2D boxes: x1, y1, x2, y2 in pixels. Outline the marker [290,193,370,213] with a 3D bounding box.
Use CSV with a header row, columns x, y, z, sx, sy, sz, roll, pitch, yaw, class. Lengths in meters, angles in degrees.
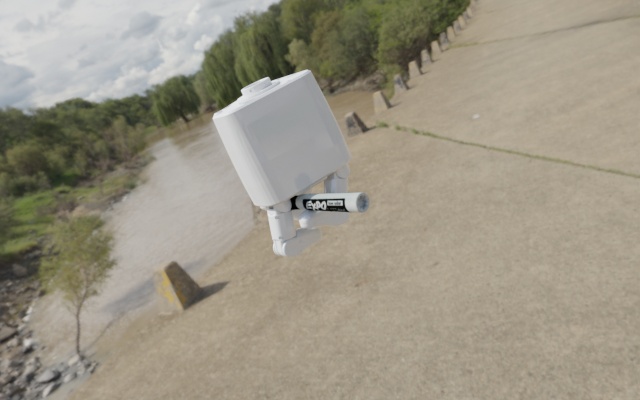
x,y,z,sx,sy,sz,roll,pitch,yaw,class
0.000,0.002,0.486,0.020,0.020,0.121,0,0,-41,marker
